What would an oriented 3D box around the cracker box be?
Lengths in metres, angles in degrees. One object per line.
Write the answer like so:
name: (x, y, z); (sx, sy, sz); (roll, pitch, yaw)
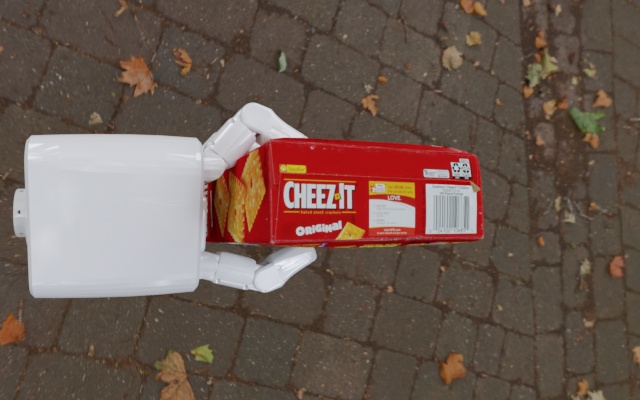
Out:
cracker box: (0.000, 0.001, 0.404); (0.164, 0.072, 0.214); (1, -4, -24)
